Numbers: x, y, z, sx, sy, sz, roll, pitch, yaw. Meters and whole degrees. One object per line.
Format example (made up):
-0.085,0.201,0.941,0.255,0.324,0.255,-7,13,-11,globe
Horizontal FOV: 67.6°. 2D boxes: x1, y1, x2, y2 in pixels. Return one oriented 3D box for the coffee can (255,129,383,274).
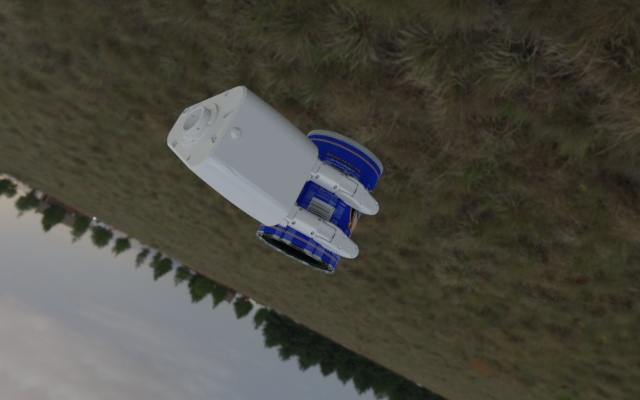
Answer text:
0.000,0.002,0.571,0.103,0.140,0.103,25,-14,7,coffee can
